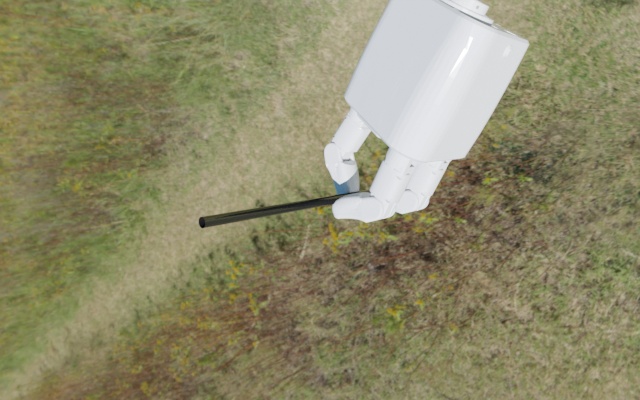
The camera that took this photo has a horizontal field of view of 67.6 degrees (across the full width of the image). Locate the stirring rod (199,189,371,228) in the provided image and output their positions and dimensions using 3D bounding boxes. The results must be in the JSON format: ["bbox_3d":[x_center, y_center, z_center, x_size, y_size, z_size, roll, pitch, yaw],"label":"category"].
[{"bbox_3d":[0.000,0.001,0.415,0.011,0.011,0.239,0,7,43],"label":"stirring rod"}]
